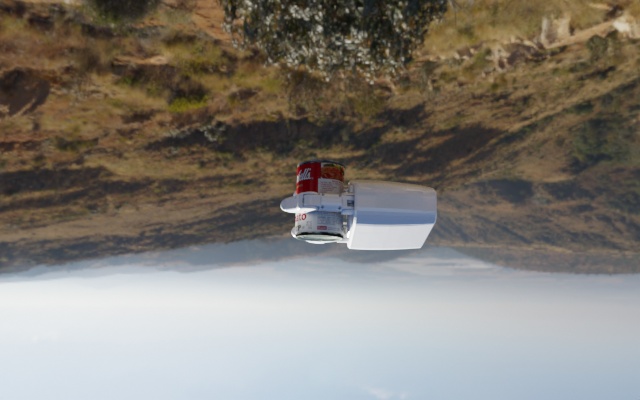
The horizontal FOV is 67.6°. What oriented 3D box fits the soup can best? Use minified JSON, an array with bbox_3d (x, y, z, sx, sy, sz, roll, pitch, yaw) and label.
[{"bbox_3d":[0.000,0.002,0.657,0.068,0.102,0.068,2,-12,0],"label":"soup can"}]
